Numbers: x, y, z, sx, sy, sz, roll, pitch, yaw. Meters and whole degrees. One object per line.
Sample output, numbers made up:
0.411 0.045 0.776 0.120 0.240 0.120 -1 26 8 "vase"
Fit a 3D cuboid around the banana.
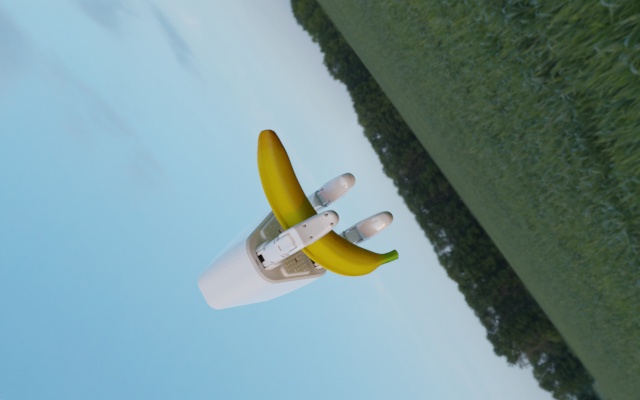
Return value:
-0.008 0.017 0.493 0.069 0.198 0.037 -51 12 -30 "banana"
